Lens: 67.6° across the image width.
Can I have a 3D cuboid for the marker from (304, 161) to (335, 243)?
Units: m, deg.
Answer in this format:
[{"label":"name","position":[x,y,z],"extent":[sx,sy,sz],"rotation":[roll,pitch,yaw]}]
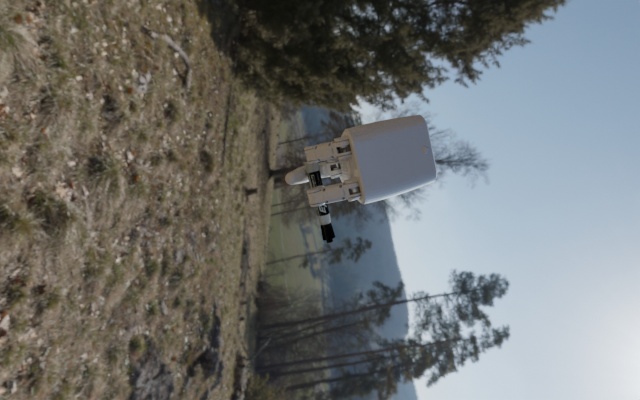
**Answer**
[{"label":"marker","position":[0.000,0.002,0.681],"extent":[0.020,0.121,0.020],"rotation":[-13,9,2]}]
